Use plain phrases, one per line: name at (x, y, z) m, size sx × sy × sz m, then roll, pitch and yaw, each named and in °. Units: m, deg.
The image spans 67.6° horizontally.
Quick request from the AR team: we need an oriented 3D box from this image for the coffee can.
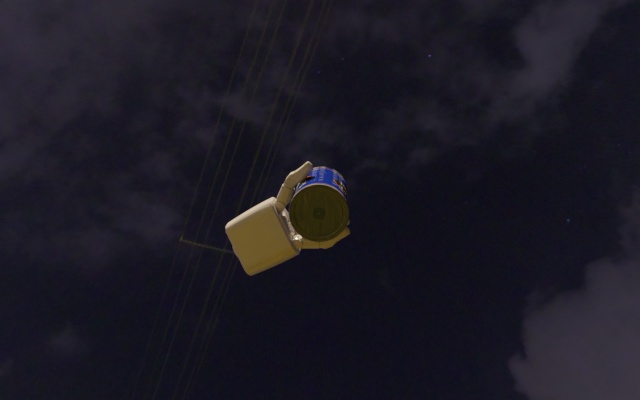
coffee can at (0.000, 0.003, 0.871) m, size 0.103 × 0.103 × 0.140 m, roll 0°, pitch 16°, yaw 3°
